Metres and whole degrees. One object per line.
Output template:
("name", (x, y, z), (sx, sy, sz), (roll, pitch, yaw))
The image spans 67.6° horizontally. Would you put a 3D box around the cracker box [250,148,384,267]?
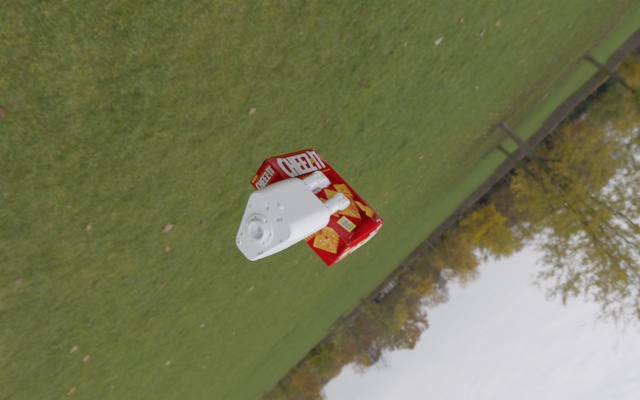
("cracker box", (0.000, 0.003, 0.891), (0.072, 0.213, 0.164), (-50, -15, 29))
